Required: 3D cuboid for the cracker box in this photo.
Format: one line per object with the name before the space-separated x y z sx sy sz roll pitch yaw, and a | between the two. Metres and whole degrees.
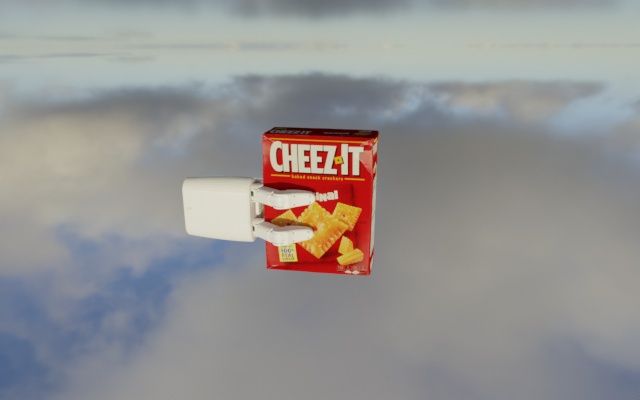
cracker box | 0.000 0.002 0.721 0.164 0.214 0.072 3 18 10
